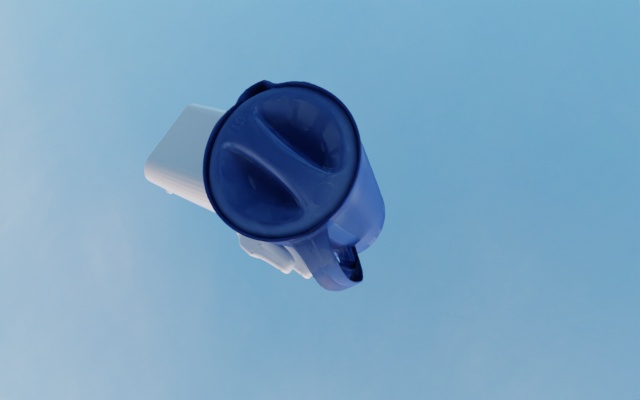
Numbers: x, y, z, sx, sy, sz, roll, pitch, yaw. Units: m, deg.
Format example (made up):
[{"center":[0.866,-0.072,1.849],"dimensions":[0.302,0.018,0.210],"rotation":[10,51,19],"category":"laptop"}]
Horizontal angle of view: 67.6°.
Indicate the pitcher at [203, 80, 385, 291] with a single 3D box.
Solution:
[{"center":[0.000,0.001,0.480],"dimensions":[0.145,0.149,0.243],"rotation":[19,-7,19],"category":"pitcher"}]
